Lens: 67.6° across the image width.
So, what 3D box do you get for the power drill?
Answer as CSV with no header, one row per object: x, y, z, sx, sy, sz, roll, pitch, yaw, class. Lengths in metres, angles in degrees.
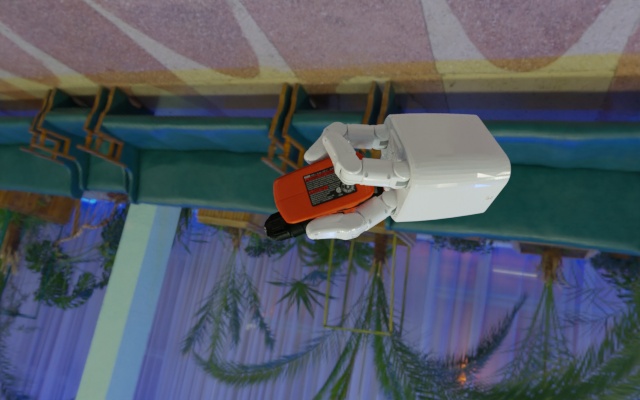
0.000,0.002,0.585,0.184,0.057,0.188,-21,-9,5,power drill
